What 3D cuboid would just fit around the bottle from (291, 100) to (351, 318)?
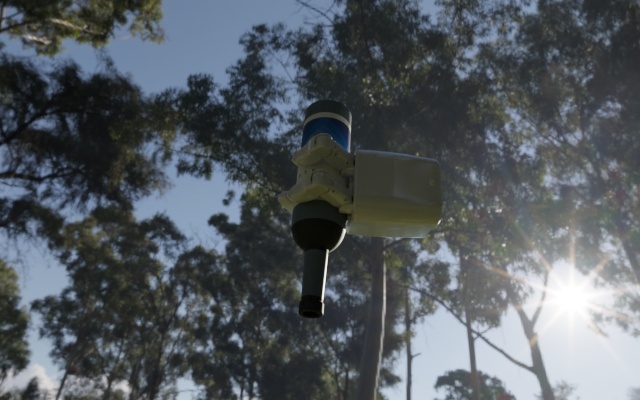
[{"bbox_3d":[0.000,0.002,0.602,0.069,0.295,0.069,4,-33,2],"label":"bottle"}]
